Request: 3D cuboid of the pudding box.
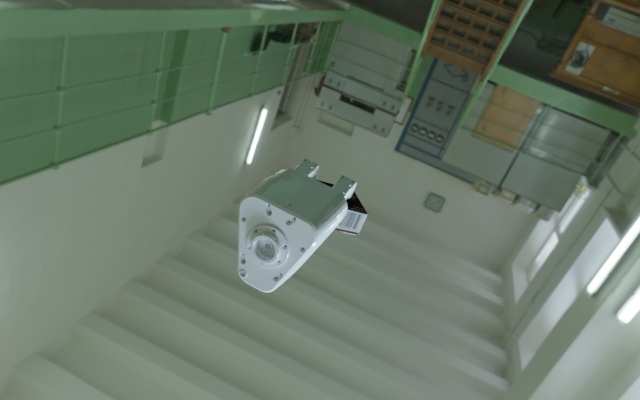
[{"bbox_3d":[0.000,0.002,0.666,0.113,0.039,0.090,16,20,-17],"label":"pudding box"}]
